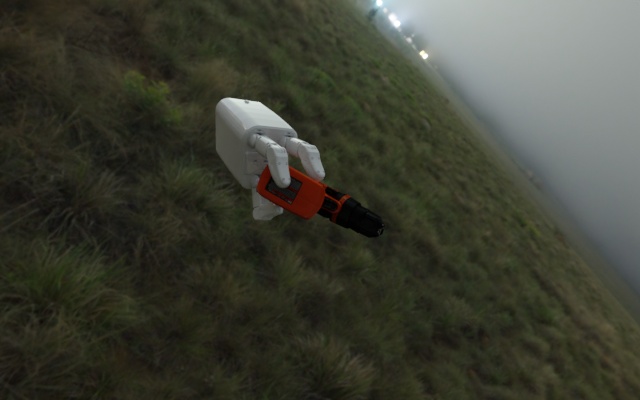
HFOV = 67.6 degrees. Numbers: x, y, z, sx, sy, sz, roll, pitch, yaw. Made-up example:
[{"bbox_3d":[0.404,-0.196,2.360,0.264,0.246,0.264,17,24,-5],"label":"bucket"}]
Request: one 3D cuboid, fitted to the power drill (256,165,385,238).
[{"bbox_3d":[0.000,0.002,0.741,0.184,0.057,0.188,27,2,22],"label":"power drill"}]
